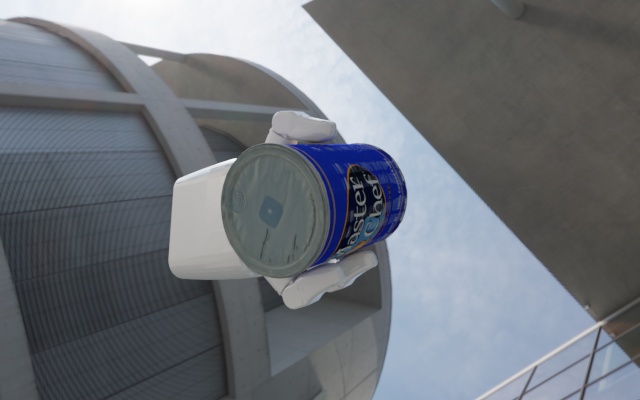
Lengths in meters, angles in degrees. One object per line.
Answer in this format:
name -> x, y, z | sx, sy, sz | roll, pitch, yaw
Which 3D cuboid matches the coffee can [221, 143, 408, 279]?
coffee can -> 0.000, 0.001, 0.415 | 0.103, 0.103, 0.140 | 0, 6, 34
